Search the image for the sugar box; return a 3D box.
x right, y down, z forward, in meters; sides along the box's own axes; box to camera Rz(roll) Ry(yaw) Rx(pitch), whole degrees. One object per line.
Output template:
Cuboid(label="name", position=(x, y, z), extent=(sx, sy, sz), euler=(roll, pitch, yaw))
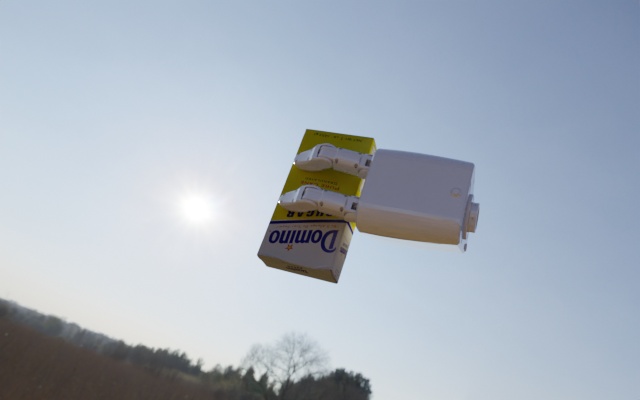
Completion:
Cuboid(label="sugar box", position=(0.000, 0.002, 0.567), extent=(0.093, 0.176, 0.048), euler=(10, -27, 20))
